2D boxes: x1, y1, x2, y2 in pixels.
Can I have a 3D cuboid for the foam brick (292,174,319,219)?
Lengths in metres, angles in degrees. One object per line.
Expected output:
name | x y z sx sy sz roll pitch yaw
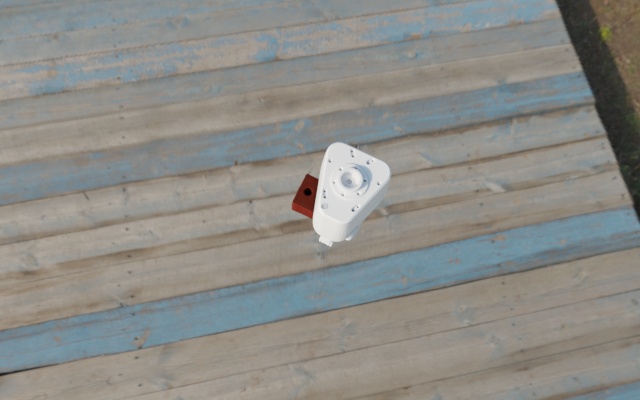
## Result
foam brick | 0.000 0.002 0.748 0.078 0.053 0.051 25 -15 5
